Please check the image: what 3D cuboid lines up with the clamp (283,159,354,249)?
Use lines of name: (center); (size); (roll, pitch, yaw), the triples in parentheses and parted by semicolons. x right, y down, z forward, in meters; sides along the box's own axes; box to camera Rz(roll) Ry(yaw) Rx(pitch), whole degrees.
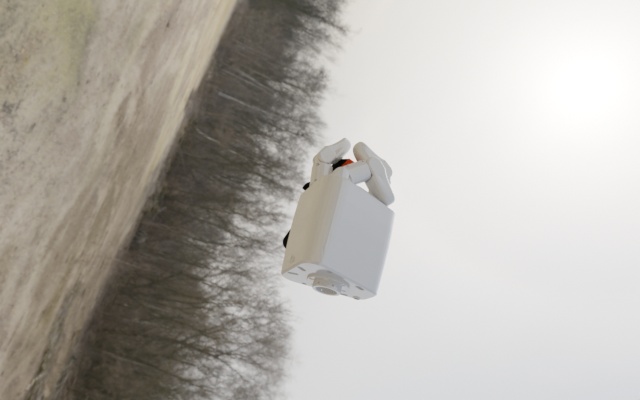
clamp: (0.001, 0.002, 0.652); (0.039, 0.120, 0.171); (23, -27, -16)
